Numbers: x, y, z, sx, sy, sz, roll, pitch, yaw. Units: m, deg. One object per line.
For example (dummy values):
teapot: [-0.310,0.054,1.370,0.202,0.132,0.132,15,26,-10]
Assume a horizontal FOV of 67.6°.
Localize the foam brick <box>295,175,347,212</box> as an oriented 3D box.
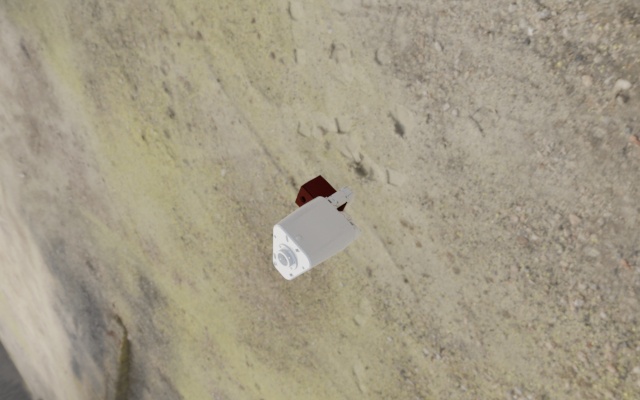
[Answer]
foam brick: [0.000,0.003,0.875,0.051,0.078,0.053,-32,-21,-35]
